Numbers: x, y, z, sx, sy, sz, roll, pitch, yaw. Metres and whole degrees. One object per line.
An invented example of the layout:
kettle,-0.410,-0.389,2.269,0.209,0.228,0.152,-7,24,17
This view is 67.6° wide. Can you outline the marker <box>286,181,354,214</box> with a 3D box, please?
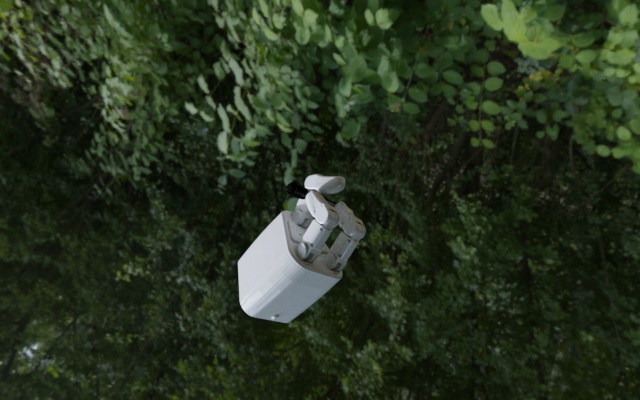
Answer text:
marker,0.000,0.002,0.632,0.020,0.020,0.121,0,-18,44
